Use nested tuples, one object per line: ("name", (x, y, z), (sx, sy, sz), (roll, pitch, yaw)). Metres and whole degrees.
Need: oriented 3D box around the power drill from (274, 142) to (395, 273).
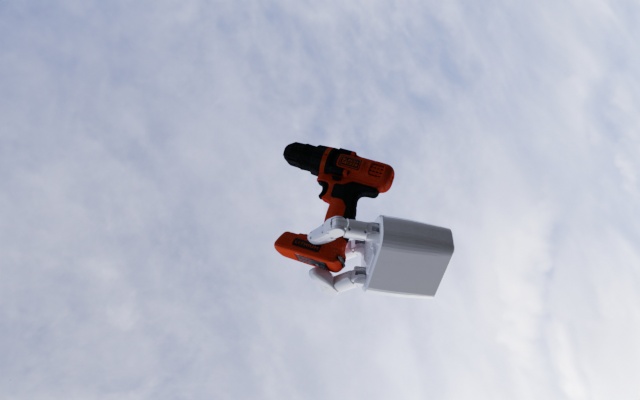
("power drill", (0.000, 0.003, 0.726), (0.184, 0.187, 0.057), (16, -20, 20))
